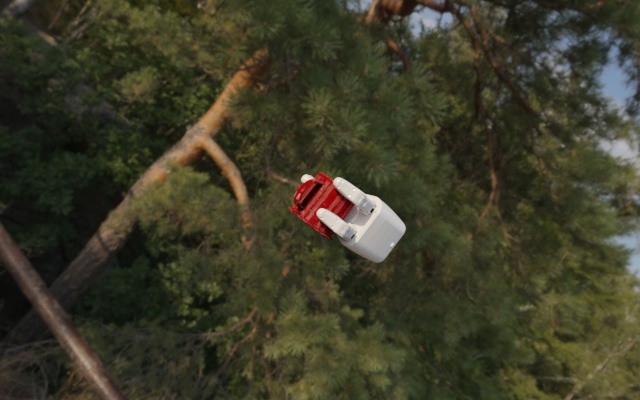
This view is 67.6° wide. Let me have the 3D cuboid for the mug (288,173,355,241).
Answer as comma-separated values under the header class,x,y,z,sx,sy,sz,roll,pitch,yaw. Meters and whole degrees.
class,x,y,z,sx,sy,sz,roll,pitch,yaw
mug,-0.001,0.002,0.790,0.093,0.081,0.117,37,0,43
